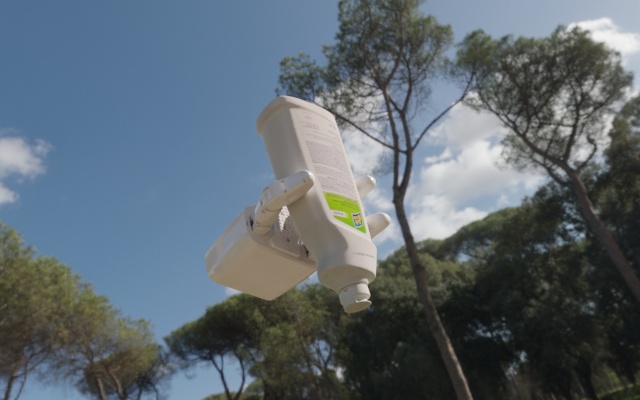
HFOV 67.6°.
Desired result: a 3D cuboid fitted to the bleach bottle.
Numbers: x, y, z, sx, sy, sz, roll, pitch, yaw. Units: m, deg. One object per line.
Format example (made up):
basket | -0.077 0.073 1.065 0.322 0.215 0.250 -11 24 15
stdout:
bleach bottle | 0.000 0.002 0.534 0.102 0.250 0.068 11 -40 -38
